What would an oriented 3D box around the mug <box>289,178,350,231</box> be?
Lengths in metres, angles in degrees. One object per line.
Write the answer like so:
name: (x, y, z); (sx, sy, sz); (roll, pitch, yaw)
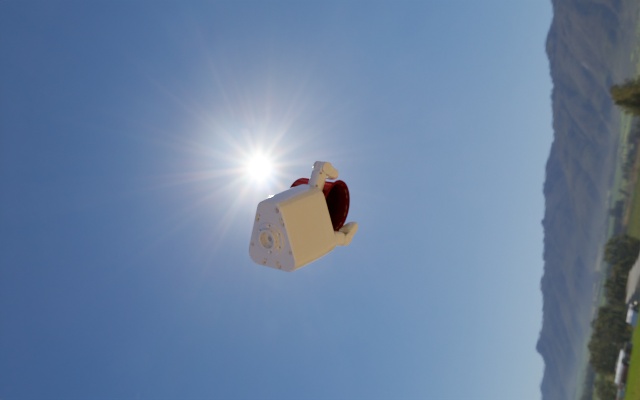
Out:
mug: (0.001, 0.002, 0.837); (0.081, 0.093, 0.117); (10, 18, 31)
